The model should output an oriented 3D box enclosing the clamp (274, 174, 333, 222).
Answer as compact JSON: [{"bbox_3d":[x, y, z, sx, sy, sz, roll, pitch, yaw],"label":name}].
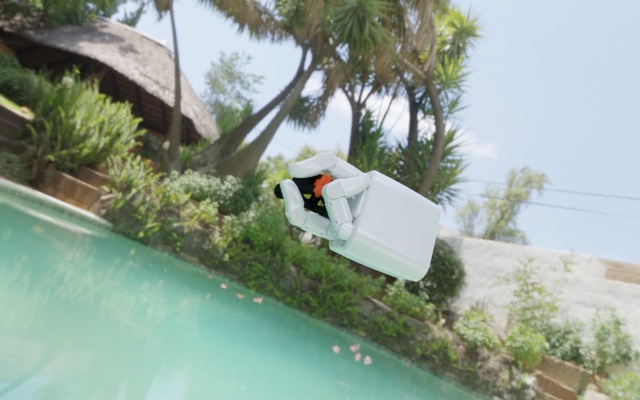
[{"bbox_3d":[0.000,0.002,0.668,0.120,0.039,0.171,26,-10,-11],"label":"clamp"}]
